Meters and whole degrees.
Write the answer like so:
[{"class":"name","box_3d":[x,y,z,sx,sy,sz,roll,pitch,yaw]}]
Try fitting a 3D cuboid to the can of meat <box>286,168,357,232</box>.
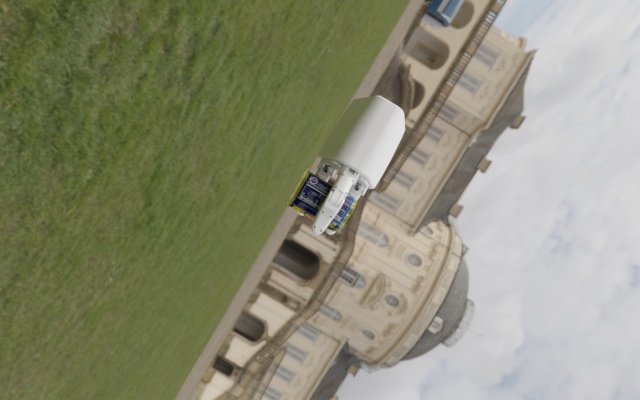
[{"class":"can of meat","box_3d":[0.000,0.002,0.689,0.084,0.057,0.102,30,-6,-3]}]
